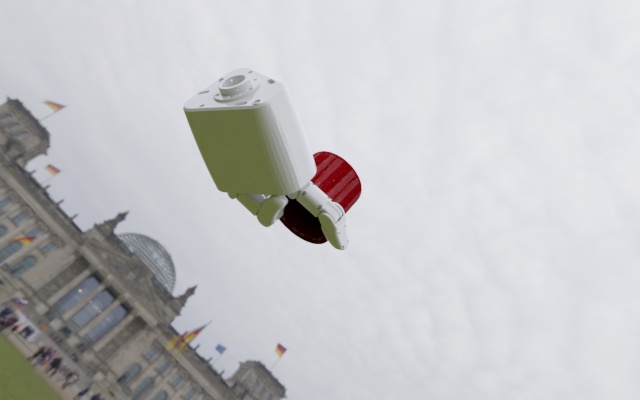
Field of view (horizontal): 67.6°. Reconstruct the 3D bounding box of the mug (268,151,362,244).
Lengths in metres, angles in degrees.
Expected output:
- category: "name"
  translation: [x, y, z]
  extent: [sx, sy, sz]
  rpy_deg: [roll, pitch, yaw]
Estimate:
- category: "mug"
  translation: [0.001, 0.003, 0.595]
  extent: [0.093, 0.117, 0.081]
  rpy_deg: [17, 50, 37]
